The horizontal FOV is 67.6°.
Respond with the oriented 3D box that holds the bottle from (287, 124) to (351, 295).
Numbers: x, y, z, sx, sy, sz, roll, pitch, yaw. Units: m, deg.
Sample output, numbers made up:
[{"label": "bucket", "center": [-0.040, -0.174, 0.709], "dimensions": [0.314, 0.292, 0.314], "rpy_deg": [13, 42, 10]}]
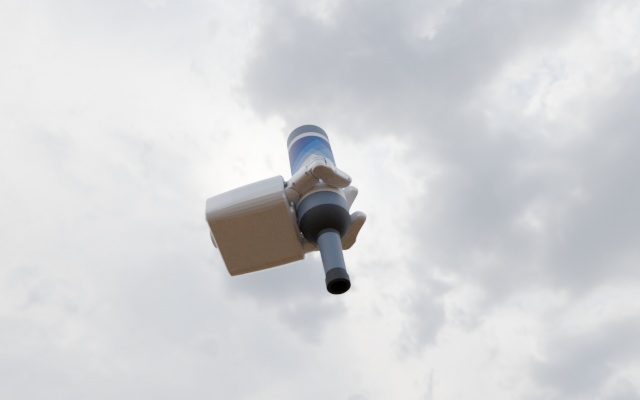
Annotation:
[{"label": "bottle", "center": [0.000, 0.002, 0.629], "dimensions": [0.069, 0.069, 0.295], "rpy_deg": [0, 39, -10]}]
